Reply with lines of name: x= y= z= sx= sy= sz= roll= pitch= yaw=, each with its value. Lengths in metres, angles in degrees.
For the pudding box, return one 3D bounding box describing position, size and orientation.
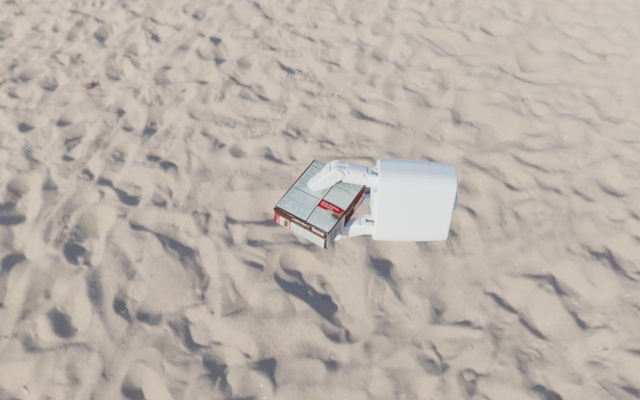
pudding box: x=0.000 y=0.002 z=0.678 sx=0.090 sy=0.039 sz=0.113 roll=26 pitch=52 yaw=17
